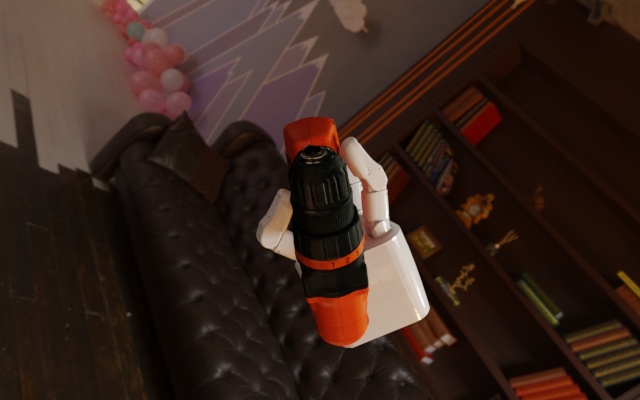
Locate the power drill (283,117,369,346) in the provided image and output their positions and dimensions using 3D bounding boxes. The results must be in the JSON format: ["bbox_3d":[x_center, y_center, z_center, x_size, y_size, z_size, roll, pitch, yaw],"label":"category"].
[{"bbox_3d":[0.000,0.001,0.413,0.057,0.185,0.187,-7,36,0],"label":"power drill"}]
